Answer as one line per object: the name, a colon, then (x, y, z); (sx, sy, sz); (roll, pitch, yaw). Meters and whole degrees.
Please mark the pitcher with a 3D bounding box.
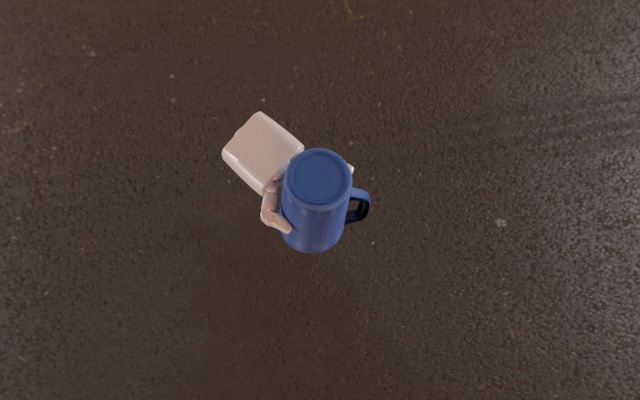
pitcher: (0.000, 0.003, 0.851); (0.145, 0.149, 0.243); (41, -17, 9)
